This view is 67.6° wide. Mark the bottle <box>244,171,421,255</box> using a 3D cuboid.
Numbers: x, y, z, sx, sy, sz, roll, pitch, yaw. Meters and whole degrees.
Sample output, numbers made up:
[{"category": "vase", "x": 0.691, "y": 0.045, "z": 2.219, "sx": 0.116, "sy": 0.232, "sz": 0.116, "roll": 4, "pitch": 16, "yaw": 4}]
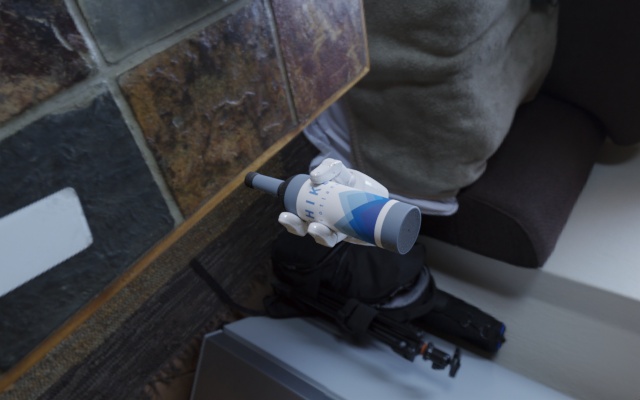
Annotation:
[{"category": "bottle", "x": 0.000, "y": 0.002, "z": 0.707, "sx": 0.295, "sy": 0.069, "sz": 0.069, "roll": 18, "pitch": 10, "yaw": 34}]
